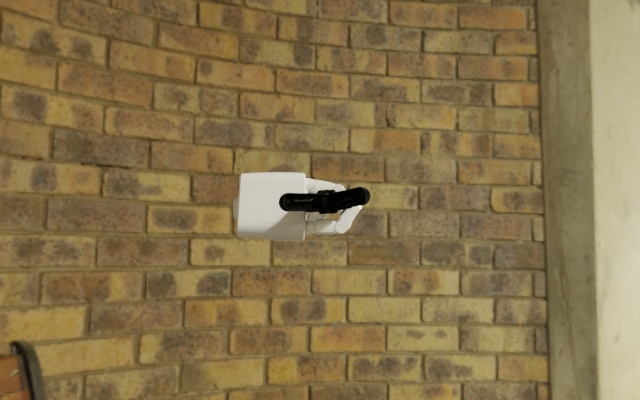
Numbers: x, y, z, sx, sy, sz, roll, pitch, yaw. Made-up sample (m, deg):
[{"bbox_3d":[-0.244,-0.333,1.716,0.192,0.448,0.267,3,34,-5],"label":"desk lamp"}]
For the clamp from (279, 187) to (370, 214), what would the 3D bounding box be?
[{"bbox_3d":[0.000,0.002,0.696,0.120,0.039,0.171,2,-6,-4],"label":"clamp"}]
